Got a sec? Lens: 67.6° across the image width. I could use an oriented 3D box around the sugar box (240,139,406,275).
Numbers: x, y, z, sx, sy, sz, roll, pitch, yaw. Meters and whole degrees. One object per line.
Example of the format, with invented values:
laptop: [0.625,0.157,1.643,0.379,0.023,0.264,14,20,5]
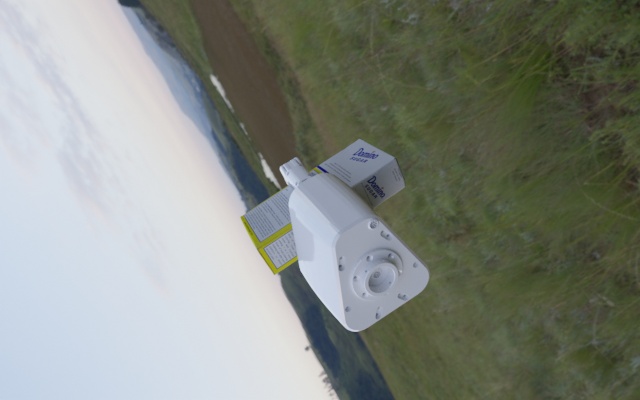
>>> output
sugar box: [0.000,0.002,0.541,0.176,0.048,0.093,-31,29,-8]
